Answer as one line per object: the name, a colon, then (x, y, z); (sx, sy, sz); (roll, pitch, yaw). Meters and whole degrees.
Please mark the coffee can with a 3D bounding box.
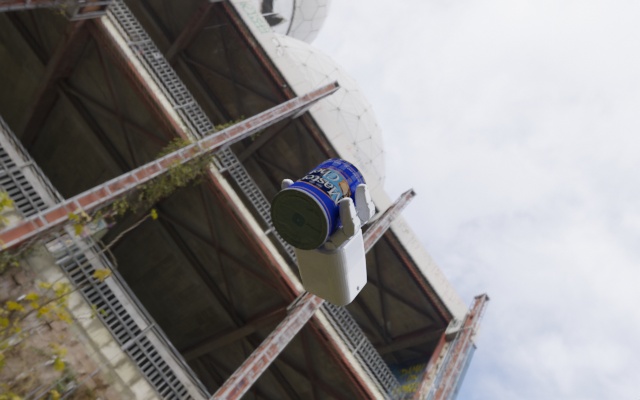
coffee can: (0.000, 0.002, 0.774); (0.103, 0.103, 0.140); (0, 24, 33)
